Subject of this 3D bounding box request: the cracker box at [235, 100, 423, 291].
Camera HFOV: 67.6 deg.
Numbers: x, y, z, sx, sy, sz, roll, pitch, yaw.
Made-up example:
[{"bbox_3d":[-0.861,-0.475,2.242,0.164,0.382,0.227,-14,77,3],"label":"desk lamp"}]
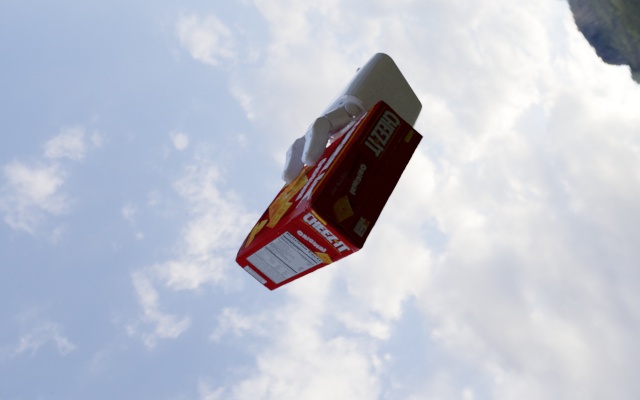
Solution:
[{"bbox_3d":[0.000,0.002,0.548,0.072,0.164,0.214,39,-34,-10],"label":"cracker box"}]
